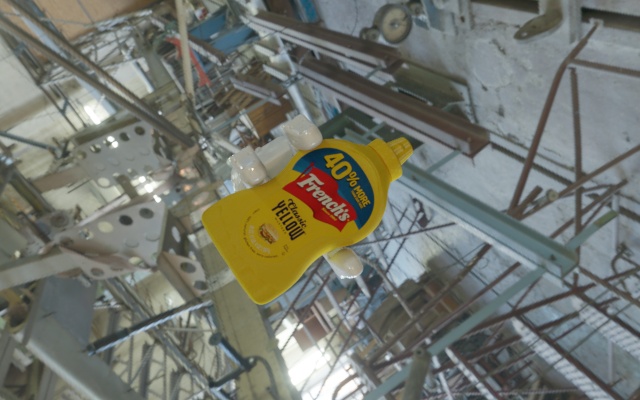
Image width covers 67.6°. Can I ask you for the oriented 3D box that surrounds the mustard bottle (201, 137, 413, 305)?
[{"bbox_3d":[0.000,0.002,0.423,0.191,0.096,0.058,-33,-5,-8],"label":"mustard bottle"}]
